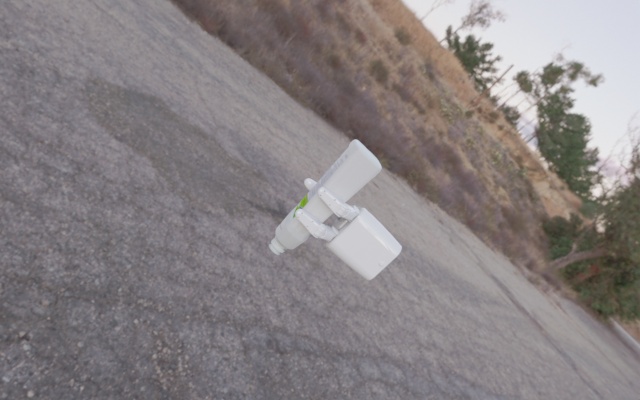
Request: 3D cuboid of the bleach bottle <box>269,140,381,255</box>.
[{"bbox_3d":[0.000,0.003,0.875,0.068,0.251,0.102,43,13,-10],"label":"bleach bottle"}]
